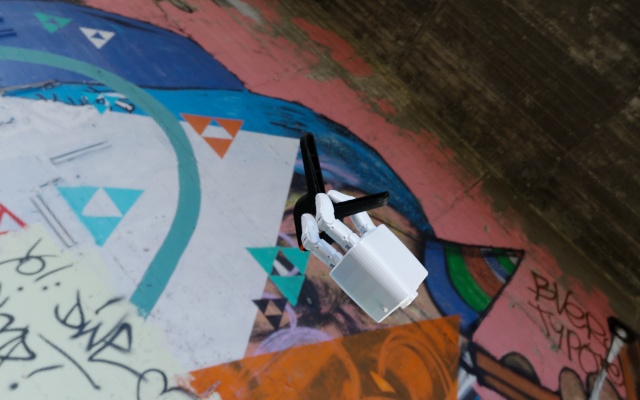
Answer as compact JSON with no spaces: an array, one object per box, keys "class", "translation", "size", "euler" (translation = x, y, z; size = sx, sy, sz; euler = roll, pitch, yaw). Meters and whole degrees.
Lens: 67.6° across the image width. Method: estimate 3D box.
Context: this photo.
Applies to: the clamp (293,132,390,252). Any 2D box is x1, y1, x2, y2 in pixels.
[{"class":"clamp","translation":[0.001,0.003,0.767],"size":[0.036,0.164,0.210],"euler":[-35,-15,-45]}]
